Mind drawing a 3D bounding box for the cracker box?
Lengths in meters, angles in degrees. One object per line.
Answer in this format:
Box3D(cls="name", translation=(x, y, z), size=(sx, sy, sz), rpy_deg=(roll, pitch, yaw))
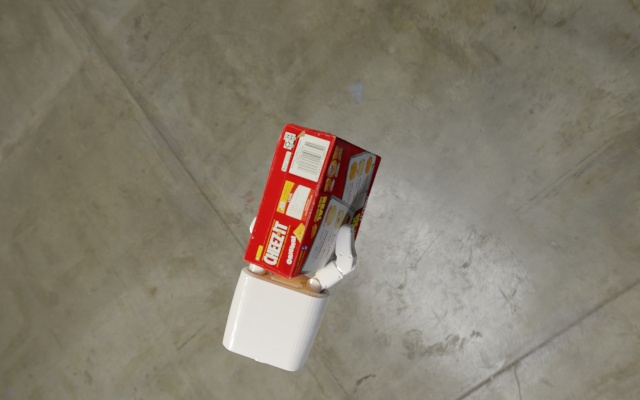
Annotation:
Box3D(cls="cracker box", translation=(0.000, 0.002, 0.612), size=(0.072, 0.164, 0.214), rpy_deg=(19, 5, 19))
